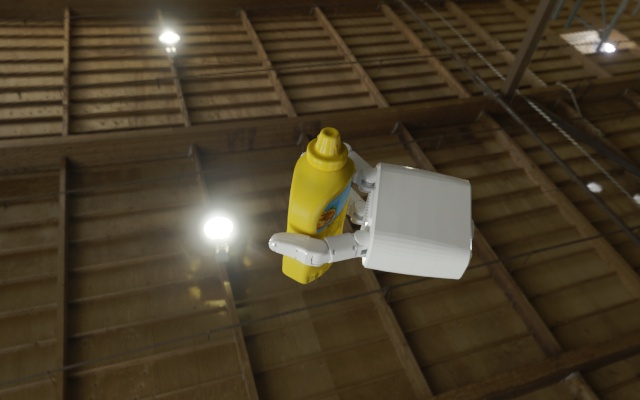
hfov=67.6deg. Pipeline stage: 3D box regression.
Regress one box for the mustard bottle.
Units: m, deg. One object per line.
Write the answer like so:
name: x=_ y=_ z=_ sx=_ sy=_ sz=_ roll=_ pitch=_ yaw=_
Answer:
mustard bottle: x=0.000 y=0.002 z=0.522 sx=0.058 sy=0.192 sz=0.096 roll=27 pitch=48 yaw=17
